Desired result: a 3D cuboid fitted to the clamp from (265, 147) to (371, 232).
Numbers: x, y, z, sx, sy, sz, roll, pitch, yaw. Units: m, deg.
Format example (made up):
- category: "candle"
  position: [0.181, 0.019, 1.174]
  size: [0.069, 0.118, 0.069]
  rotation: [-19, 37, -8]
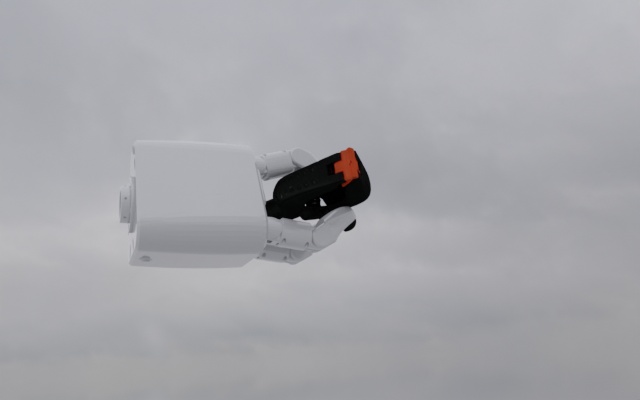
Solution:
- category: "clamp"
  position: [0.000, 0.001, 0.490]
  size: [0.164, 0.036, 0.210]
  rotation: [-1, -18, -27]
